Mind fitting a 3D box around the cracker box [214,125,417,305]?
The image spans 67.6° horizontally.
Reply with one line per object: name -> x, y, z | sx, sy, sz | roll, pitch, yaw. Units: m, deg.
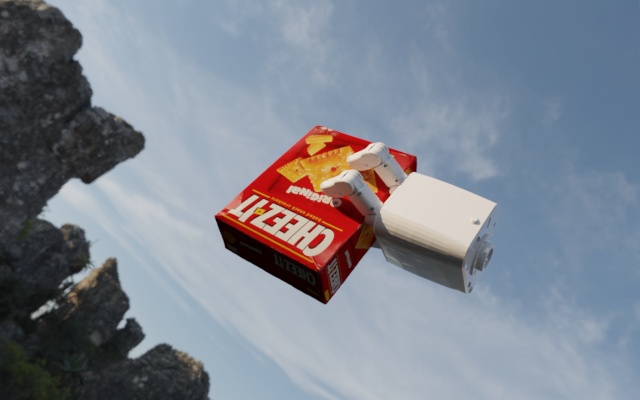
cracker box -> 0.000, 0.002, 0.606 | 0.164, 0.072, 0.213 | 23, 52, 30
